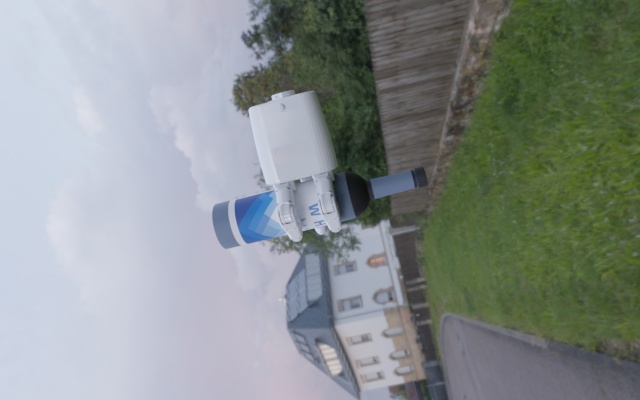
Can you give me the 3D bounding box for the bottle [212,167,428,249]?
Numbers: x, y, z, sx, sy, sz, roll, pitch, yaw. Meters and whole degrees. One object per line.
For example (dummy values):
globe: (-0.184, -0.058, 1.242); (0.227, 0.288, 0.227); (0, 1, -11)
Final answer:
bottle: (0.000, 0.002, 0.665); (0.296, 0.069, 0.069); (-14, -2, 7)
